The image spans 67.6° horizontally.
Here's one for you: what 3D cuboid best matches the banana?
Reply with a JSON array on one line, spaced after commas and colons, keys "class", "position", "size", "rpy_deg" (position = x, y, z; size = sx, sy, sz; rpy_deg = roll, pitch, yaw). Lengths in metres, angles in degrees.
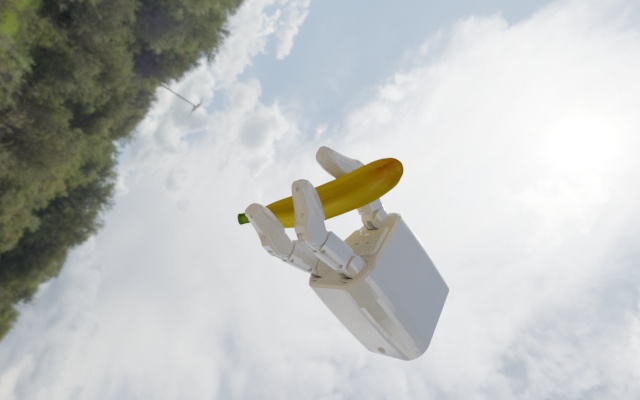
[{"class": "banana", "position": [0.008, -0.001, 0.464], "size": [0.198, 0.037, 0.069], "rpy_deg": [-21, -2, 37]}]
